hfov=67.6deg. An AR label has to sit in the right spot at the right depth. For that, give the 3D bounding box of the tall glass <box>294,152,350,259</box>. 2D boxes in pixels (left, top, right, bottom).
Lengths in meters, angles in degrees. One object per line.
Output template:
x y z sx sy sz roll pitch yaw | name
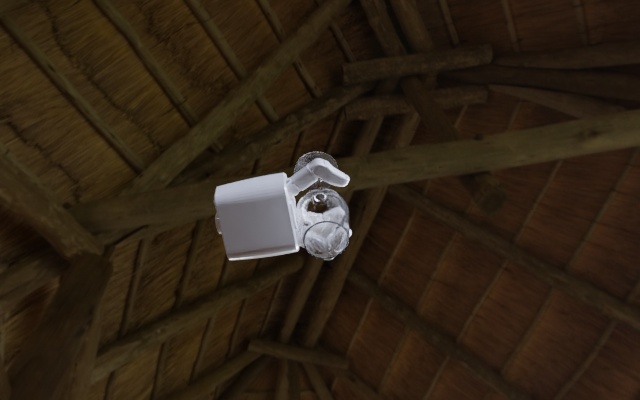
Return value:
0.000 0.002 0.719 0.079 0.079 0.201 0 31 -5 | tall glass
